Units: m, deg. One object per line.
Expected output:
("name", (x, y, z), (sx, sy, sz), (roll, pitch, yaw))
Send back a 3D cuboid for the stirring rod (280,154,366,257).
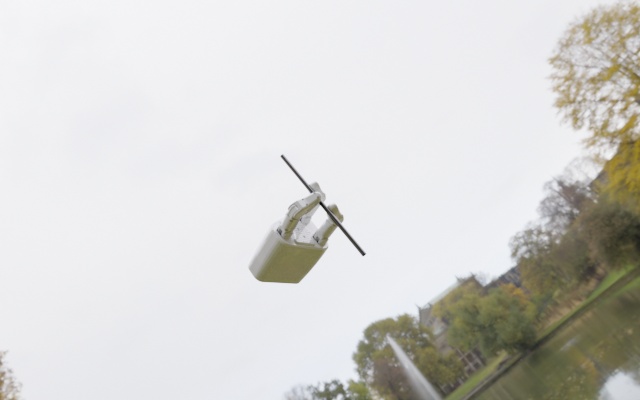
("stirring rod", (0.000, 0.003, 0.803), (0.011, 0.011, 0.239), (0, 44, -53))
